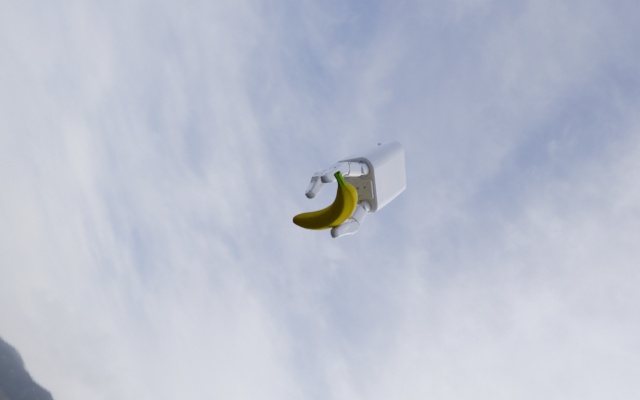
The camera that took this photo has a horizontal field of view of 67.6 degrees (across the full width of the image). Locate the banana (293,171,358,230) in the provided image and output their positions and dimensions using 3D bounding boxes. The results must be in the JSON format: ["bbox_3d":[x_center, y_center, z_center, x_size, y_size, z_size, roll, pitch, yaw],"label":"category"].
[{"bbox_3d":[0.014,0.015,0.837,0.037,0.069,0.198,-37,-5,-37],"label":"banana"}]
